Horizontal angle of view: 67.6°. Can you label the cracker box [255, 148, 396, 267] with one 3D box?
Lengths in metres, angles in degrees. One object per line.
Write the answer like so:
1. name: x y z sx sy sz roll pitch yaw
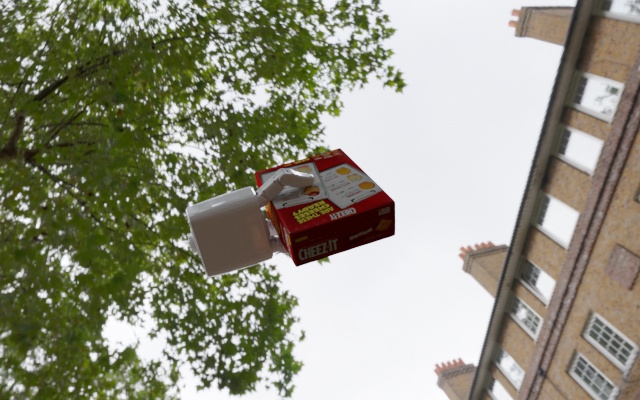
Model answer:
1. cracker box: 0.000 0.002 0.770 0.164 0.072 0.213 -17 33 -13
